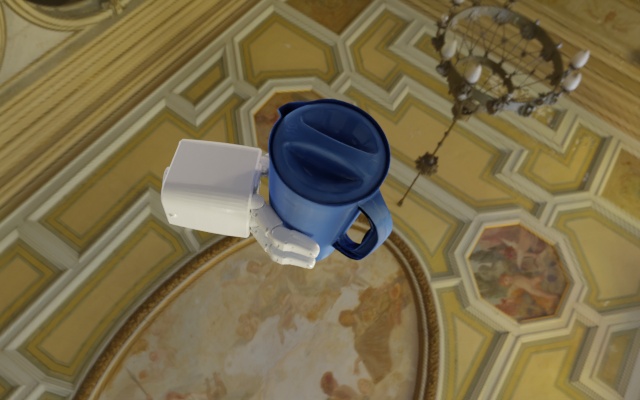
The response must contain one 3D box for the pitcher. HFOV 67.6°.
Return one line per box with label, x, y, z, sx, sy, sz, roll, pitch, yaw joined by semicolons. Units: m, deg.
pitcher;0.000;0.002;0.607;0.145;0.149;0.243;8;-26;-5
